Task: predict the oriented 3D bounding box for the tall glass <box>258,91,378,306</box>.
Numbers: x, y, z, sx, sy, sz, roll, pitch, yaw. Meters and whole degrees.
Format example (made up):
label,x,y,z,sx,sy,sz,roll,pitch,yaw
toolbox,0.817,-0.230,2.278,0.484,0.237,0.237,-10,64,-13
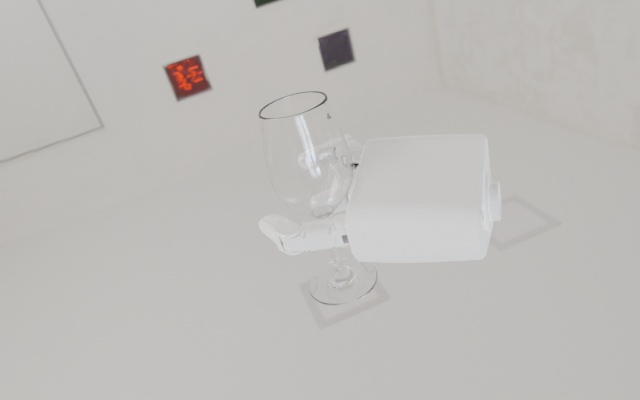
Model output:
label,x,y,z,sx,sy,sz,roll,pitch,yaw
tall glass,0.000,0.002,0.458,0.079,0.201,0.079,-13,29,7
